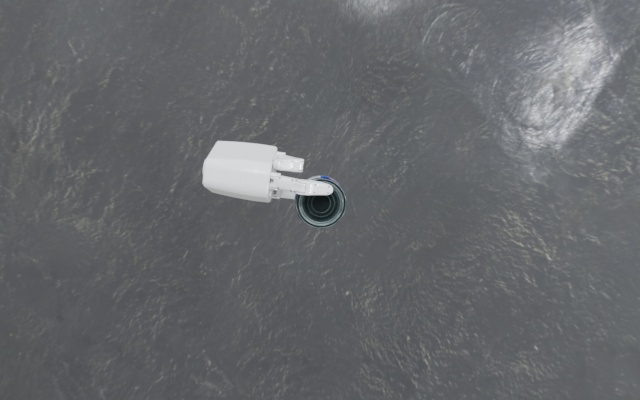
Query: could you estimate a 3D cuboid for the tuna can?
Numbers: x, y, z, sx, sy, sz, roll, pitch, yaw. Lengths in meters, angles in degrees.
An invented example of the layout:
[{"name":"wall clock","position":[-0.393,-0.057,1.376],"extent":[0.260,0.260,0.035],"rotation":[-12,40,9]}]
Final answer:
[{"name":"tuna can","position":[0.000,0.003,0.789],"extent":[0.086,0.086,0.033],"rotation":[0,8,-4]}]
